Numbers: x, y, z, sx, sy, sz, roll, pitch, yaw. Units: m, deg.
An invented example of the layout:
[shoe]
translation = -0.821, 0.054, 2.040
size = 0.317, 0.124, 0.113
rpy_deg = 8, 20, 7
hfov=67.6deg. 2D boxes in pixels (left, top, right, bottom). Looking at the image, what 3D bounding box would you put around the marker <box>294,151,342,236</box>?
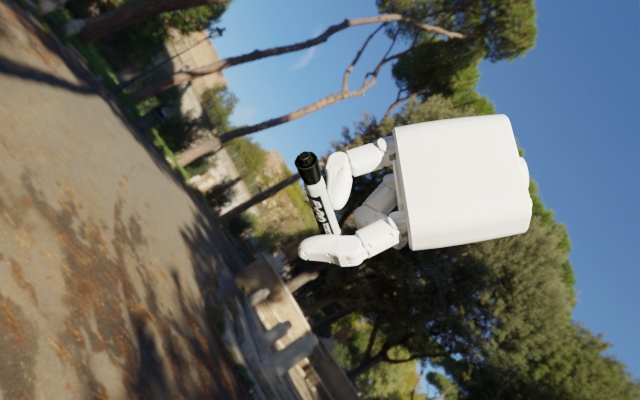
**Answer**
[marker]
translation = 0.000, 0.001, 0.414
size = 0.020, 0.020, 0.121
rpy_deg = 0, -37, 15
